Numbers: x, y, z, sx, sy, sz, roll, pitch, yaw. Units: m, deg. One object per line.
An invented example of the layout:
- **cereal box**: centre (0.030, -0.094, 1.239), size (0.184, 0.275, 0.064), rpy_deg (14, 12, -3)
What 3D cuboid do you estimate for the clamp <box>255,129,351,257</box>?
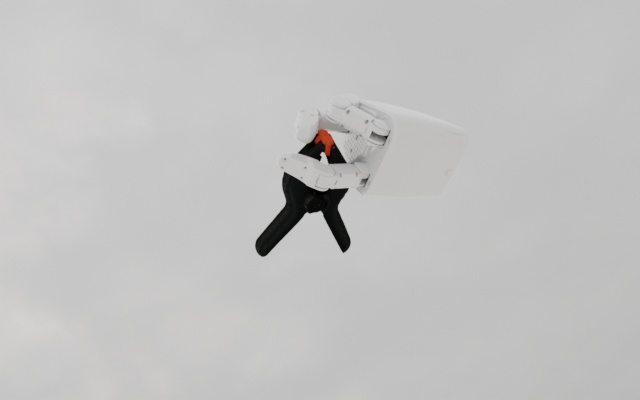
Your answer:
- **clamp**: centre (0.000, 0.001, 0.557), size (0.120, 0.171, 0.039), rpy_deg (3, 37, -28)
